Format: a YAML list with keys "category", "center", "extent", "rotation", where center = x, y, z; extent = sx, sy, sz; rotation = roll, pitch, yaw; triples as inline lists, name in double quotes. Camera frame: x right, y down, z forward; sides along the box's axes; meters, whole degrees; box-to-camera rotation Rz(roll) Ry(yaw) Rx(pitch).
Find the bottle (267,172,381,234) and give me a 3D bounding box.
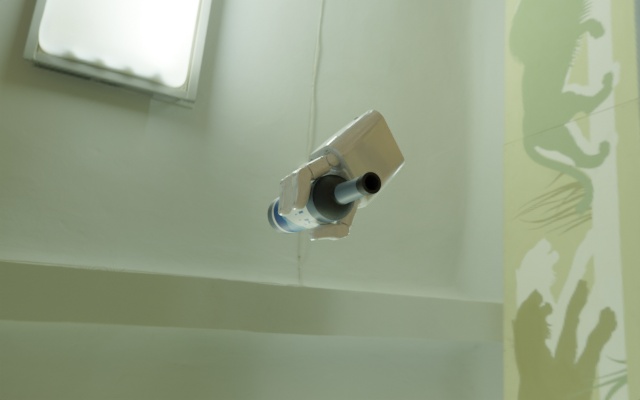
- category: "bottle"
  center: [0.000, 0.002, 0.703]
  extent: [0.069, 0.069, 0.296]
  rotation: [0, -9, -25]
